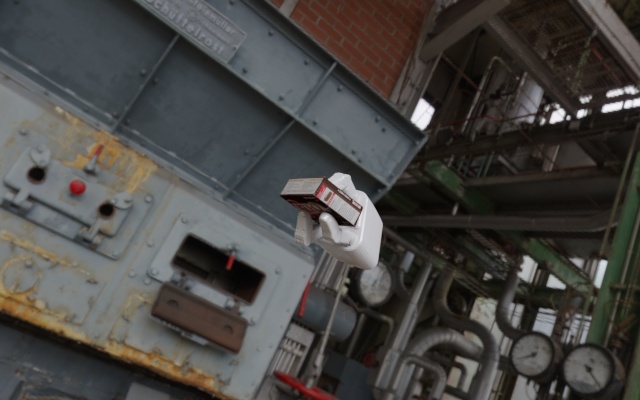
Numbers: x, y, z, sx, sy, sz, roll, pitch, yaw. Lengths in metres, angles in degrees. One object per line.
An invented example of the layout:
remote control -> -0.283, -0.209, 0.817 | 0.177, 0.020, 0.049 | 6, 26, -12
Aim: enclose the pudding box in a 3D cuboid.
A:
pudding box -> 0.000, 0.002, 0.753 | 0.090, 0.039, 0.113 | 36, -20, -26
